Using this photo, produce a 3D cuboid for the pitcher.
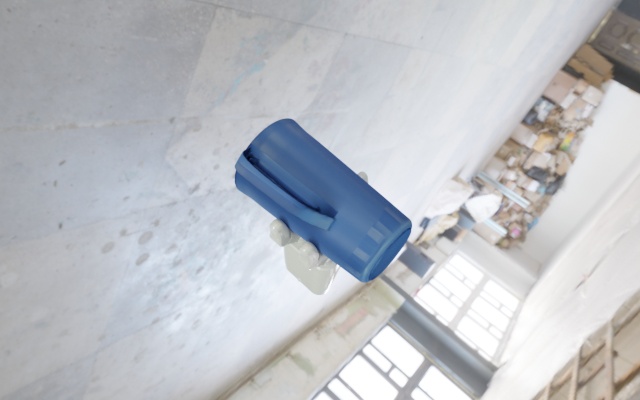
[{"bbox_3d":[0.000,0.002,0.667,0.149,0.242,0.145,-41,-22,-28],"label":"pitcher"}]
